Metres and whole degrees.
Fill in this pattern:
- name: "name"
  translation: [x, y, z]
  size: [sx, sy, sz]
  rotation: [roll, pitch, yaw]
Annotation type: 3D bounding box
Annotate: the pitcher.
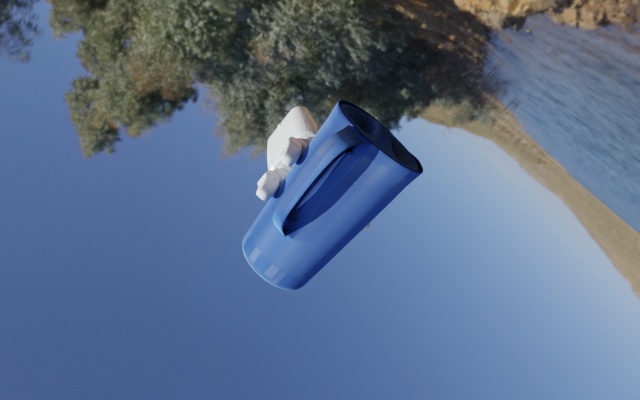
- name: "pitcher"
  translation: [0.000, 0.002, 0.611]
  size: [0.149, 0.243, 0.145]
  rotation: [30, 24, -26]
